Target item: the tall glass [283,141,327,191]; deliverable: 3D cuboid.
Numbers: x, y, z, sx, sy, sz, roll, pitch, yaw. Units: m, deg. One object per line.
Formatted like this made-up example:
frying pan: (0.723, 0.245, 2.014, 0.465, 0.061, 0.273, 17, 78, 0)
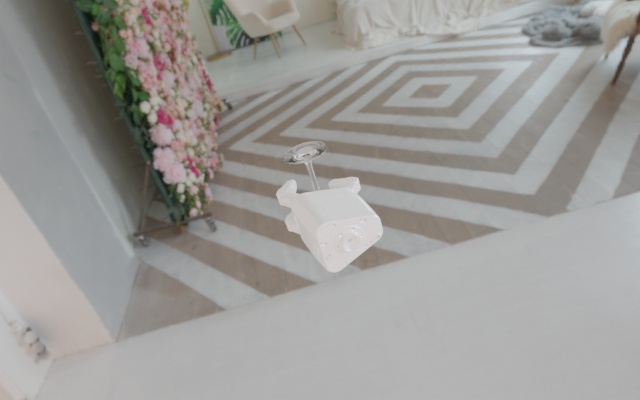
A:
tall glass: (0.000, 0.002, 0.835, 0.079, 0.201, 0.079, -13, 30, 8)
